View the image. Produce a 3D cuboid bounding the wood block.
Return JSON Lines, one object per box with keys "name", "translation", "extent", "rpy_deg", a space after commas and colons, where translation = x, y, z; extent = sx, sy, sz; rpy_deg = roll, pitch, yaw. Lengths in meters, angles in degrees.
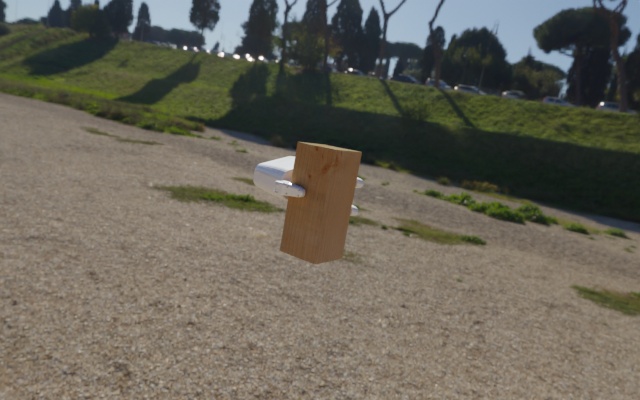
{"name": "wood block", "translation": [0.000, 0.003, 0.884], "extent": [0.090, 0.206, 0.091], "rpy_deg": [16, 11, 35]}
